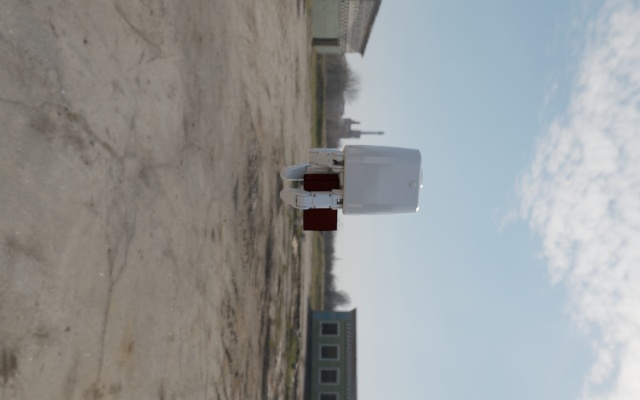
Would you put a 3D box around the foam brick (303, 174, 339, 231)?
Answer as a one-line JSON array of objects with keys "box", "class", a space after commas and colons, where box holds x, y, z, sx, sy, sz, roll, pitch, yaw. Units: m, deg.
[{"box": [0.000, 0.003, 0.706, 0.051, 0.078, 0.053, 1, 14, -1], "class": "foam brick"}]
